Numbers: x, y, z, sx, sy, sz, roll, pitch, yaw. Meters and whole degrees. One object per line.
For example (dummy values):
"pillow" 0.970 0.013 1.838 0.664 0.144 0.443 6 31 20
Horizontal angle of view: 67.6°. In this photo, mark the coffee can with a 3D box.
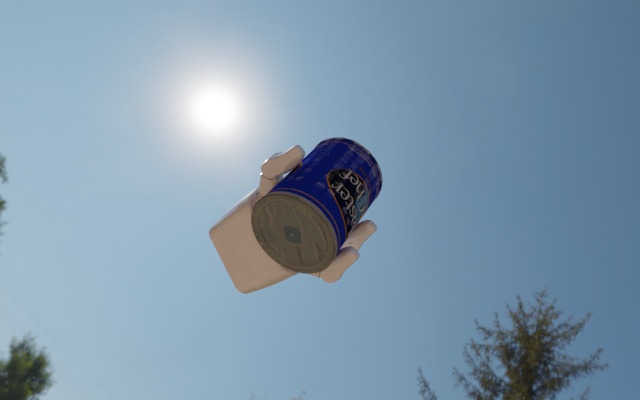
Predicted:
"coffee can" 0.000 0.002 0.556 0.103 0.103 0.140 0 31 31
